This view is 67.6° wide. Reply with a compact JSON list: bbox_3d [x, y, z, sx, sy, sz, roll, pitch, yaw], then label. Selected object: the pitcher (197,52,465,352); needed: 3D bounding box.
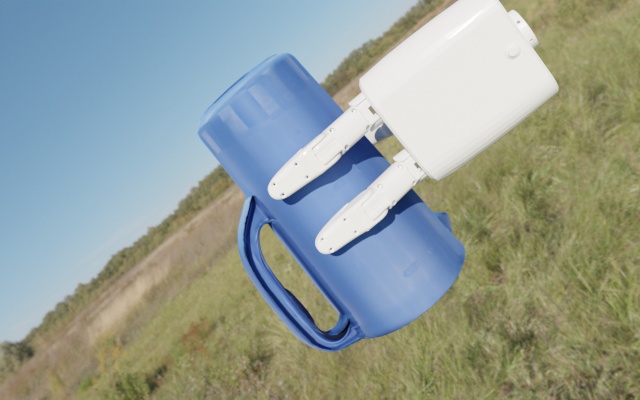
[{"bbox_3d":[0.000,0.001,0.426,0.145,0.243,0.149,-36,10,23],"label":"pitcher"}]
